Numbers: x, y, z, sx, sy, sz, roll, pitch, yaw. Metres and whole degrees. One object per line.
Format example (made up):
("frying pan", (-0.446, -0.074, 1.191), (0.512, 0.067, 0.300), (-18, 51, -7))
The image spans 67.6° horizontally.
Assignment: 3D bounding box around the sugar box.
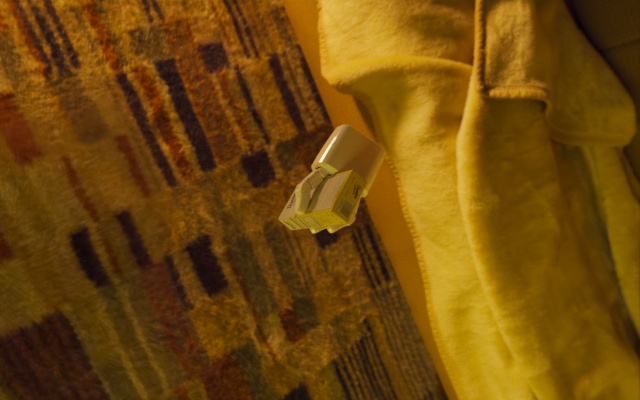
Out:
("sugar box", (0.001, 0.003, 0.889), (0.048, 0.093, 0.176), (40, -27, -23))
